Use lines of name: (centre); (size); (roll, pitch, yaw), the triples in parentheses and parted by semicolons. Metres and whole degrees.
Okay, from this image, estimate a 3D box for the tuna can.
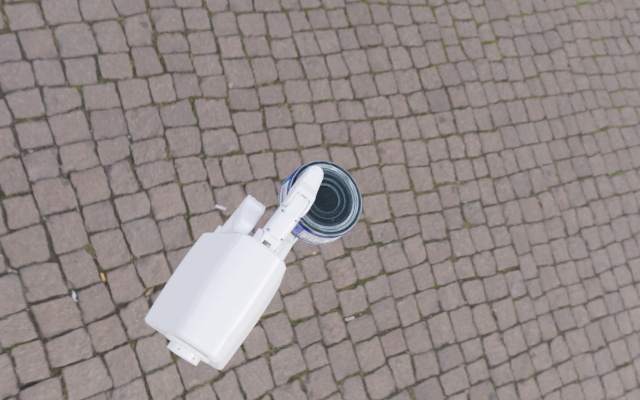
tuna can: (0.000, 0.001, 0.505); (0.086, 0.086, 0.034); (0, -17, -25)
